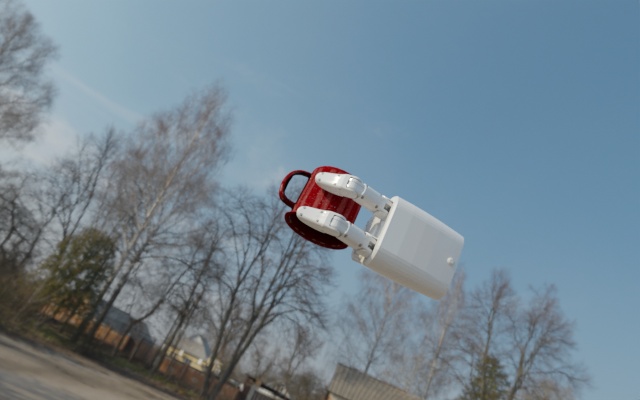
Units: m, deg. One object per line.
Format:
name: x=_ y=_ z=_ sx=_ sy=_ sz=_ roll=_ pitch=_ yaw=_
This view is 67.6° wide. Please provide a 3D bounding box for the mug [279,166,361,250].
mug: x=-0.001 y=0.001 z=0.640 sx=0.117 sy=0.081 sz=0.093 roll=30 pitch=-24 yaw=-8
